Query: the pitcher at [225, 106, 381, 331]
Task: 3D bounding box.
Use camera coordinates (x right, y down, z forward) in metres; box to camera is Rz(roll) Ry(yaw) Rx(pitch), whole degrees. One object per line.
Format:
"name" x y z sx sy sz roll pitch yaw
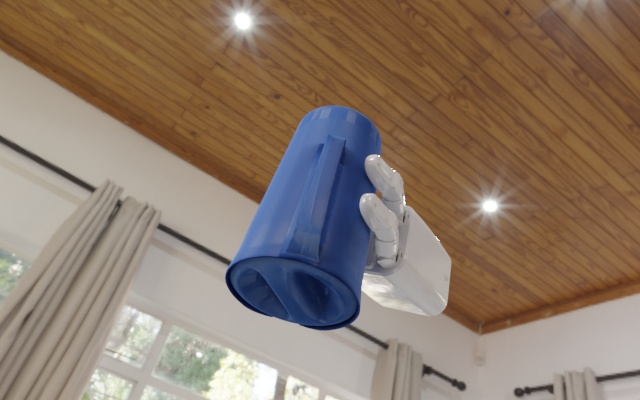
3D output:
"pitcher" 0.000 0.002 0.520 0.149 0.242 0.145 -18 -50 35
